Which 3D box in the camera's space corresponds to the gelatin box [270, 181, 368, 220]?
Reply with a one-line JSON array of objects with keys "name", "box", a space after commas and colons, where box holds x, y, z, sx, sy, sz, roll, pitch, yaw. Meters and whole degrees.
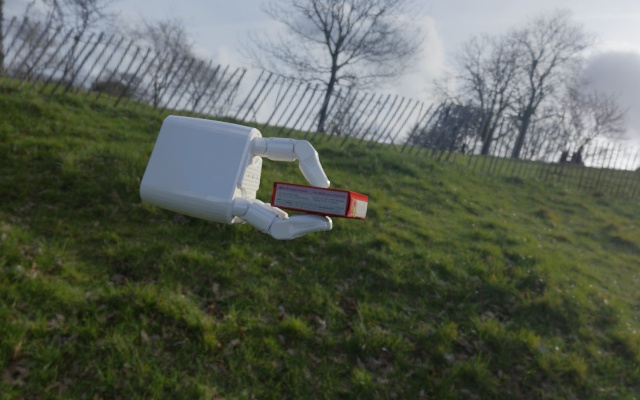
[{"name": "gelatin box", "box": [0.000, 0.001, 0.527, 0.089, 0.030, 0.073, 7, -2, 20]}]
